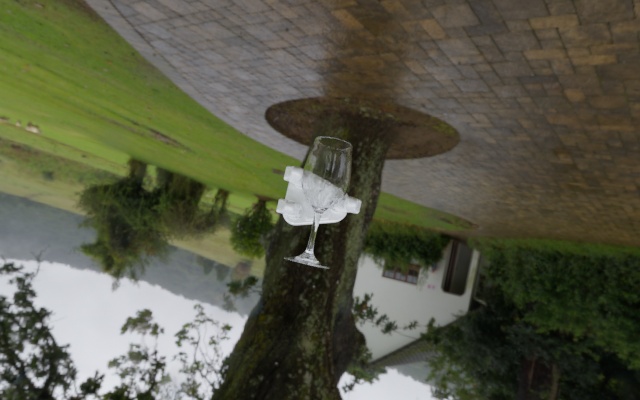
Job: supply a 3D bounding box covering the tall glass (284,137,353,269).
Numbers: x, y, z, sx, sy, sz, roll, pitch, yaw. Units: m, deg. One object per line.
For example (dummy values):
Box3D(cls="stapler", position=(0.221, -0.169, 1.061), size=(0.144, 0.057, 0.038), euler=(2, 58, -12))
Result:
Box3D(cls="tall glass", position=(0.000, 0.003, 0.764), size=(0.079, 0.201, 0.079), euler=(13, -5, 1))
